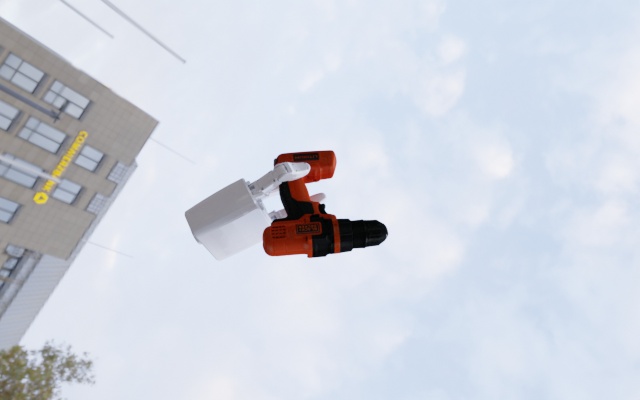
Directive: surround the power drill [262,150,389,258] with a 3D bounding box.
[{"bbox_3d":[0.000,0.002,0.742,0.184,0.187,0.057,-3,-43,-6],"label":"power drill"}]
